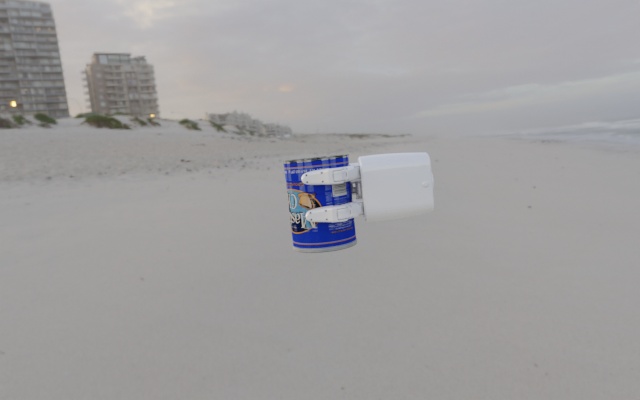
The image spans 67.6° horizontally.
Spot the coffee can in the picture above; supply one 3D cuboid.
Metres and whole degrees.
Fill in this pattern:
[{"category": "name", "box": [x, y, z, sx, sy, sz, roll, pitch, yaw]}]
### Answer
[{"category": "coffee can", "box": [0.000, 0.003, 0.750, 0.103, 0.140, 0.103, -6, 6, 1]}]
